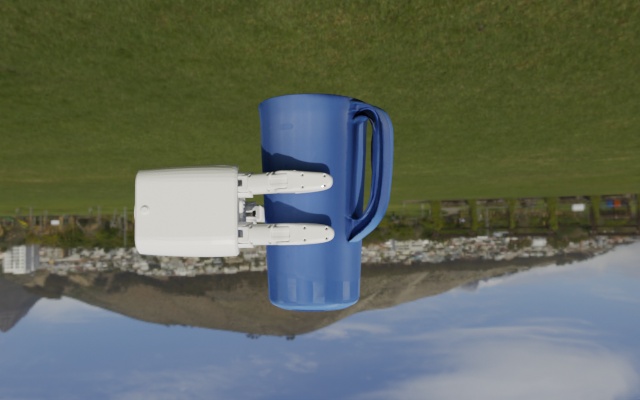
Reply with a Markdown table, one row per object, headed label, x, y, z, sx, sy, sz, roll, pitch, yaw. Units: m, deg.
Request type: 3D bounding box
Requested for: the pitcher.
| label | x | y | z | sx | sy | sz | roll | pitch | yaw |
| --- | --- | --- | --- | --- | --- | --- | --- | --- | --- |
| pitcher | 0.000 | 0.002 | 0.563 | 0.145 | 0.243 | 0.149 | 0 | -2 | -6 |
